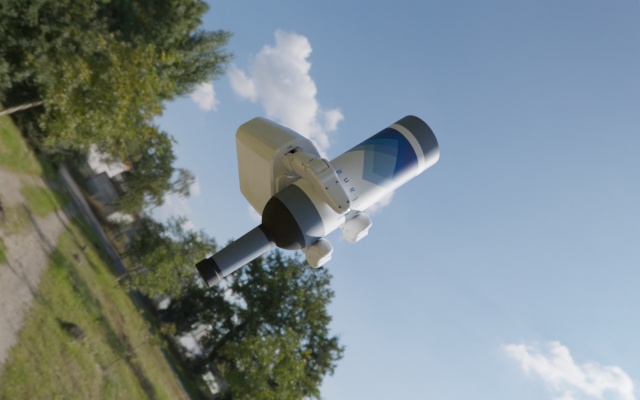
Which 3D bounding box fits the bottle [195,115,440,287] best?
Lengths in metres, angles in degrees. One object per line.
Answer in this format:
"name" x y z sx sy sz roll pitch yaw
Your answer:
"bottle" 0.000 0.002 0.522 0.295 0.069 0.069 -32 11 -19
